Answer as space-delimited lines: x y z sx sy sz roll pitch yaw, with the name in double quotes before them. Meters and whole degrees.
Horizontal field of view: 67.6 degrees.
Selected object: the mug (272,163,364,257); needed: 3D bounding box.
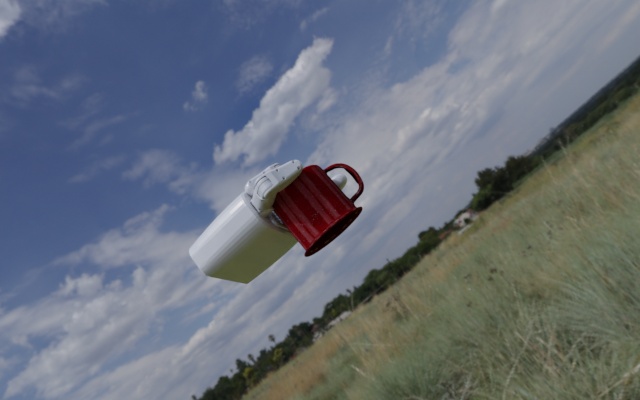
"mug" 0.001 0.001 0.594 0.117 0.081 0.093 -43 -13 9
